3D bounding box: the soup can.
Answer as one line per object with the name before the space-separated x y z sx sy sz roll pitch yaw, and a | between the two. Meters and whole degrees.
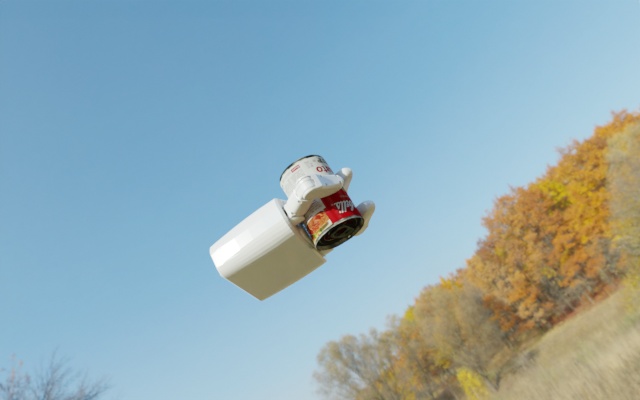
soup can | 0.000 0.001 0.595 0.068 0.102 0.068 -25 -26 -13
